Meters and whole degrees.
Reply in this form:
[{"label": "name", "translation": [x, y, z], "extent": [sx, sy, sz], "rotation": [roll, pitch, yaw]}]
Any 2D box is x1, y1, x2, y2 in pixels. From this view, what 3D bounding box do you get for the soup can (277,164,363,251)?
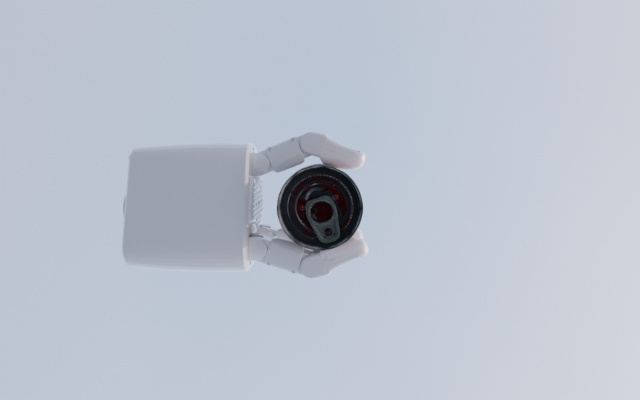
[{"label": "soup can", "translation": [0.001, 0.001, 0.423], "extent": [0.068, 0.068, 0.102], "rotation": [0, 5, 1]}]
